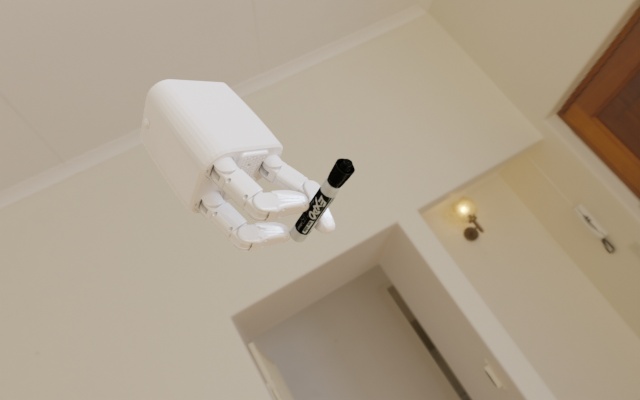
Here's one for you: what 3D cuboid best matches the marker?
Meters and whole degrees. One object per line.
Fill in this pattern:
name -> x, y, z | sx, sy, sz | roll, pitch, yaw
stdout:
marker -> 0.000, 0.002, 0.461 | 0.020, 0.020, 0.121 | 0, -35, -29
